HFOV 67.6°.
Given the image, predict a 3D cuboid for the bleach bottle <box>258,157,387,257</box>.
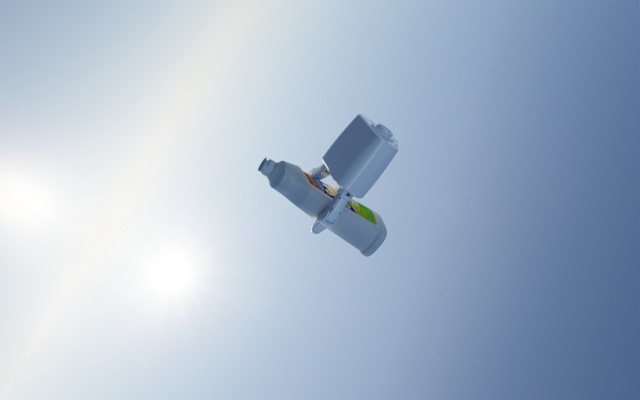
[{"bbox_3d":[0.000,0.003,0.861,0.251,0.068,0.102,32,19,-19],"label":"bleach bottle"}]
